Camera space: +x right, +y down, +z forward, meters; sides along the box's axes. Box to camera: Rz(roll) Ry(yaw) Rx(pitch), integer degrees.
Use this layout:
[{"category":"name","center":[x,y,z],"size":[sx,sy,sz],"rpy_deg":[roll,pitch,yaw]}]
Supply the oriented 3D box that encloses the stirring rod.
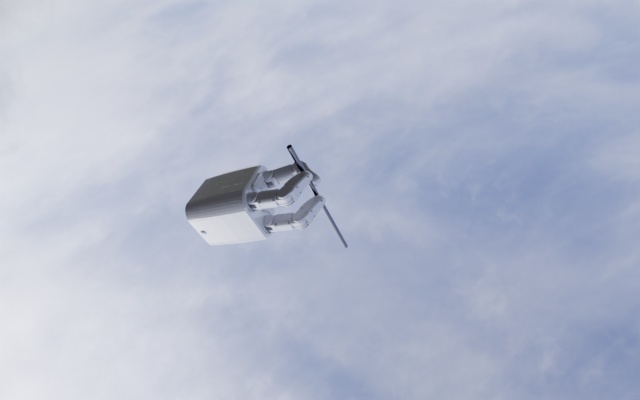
[{"category":"stirring rod","center":[0.000,0.002,0.737],"size":[0.011,0.011,0.240],"rpy_deg":[0,-39,28]}]
